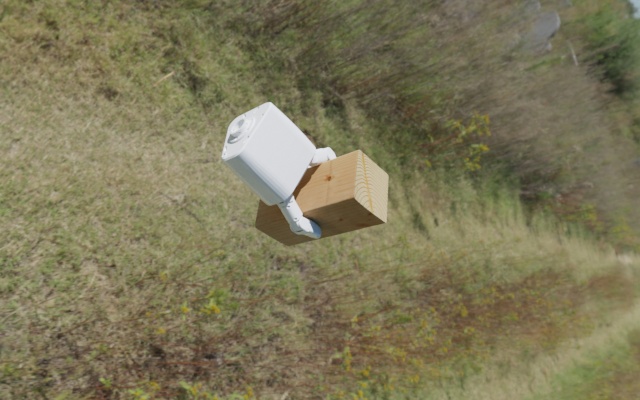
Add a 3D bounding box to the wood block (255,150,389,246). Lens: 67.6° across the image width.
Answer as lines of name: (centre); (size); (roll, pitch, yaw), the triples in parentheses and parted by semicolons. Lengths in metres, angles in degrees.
wood block: (0.000, 0.003, 0.791); (0.206, 0.090, 0.090); (-17, -37, 36)
